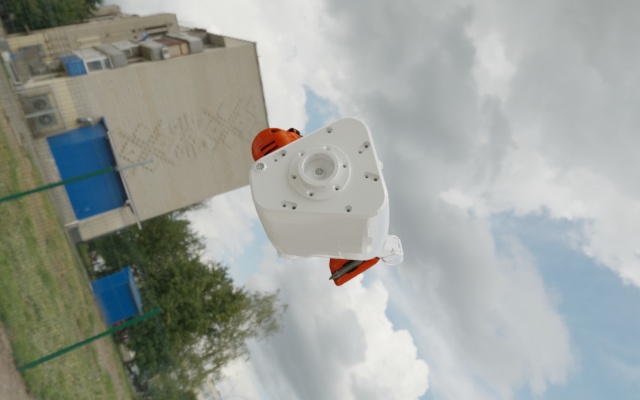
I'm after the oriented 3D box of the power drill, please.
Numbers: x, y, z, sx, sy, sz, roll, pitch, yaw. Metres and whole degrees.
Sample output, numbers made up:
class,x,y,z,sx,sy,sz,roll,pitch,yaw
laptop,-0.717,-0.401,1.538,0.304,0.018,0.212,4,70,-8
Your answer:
class,x,y,z,sx,sy,sz,roll,pitch,yaw
power drill,0.000,0.002,0.566,0.057,0.187,0.184,-35,-5,11
